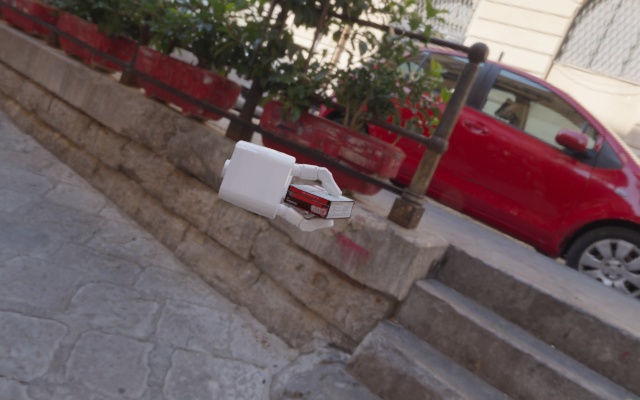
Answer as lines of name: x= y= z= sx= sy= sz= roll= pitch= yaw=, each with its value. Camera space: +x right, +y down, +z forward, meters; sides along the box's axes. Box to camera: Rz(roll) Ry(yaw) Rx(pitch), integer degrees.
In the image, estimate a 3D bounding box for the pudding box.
pudding box: x=0.000 y=0.003 z=0.865 sx=0.090 sy=0.039 sz=0.113 roll=23 pitch=11 yaw=24
